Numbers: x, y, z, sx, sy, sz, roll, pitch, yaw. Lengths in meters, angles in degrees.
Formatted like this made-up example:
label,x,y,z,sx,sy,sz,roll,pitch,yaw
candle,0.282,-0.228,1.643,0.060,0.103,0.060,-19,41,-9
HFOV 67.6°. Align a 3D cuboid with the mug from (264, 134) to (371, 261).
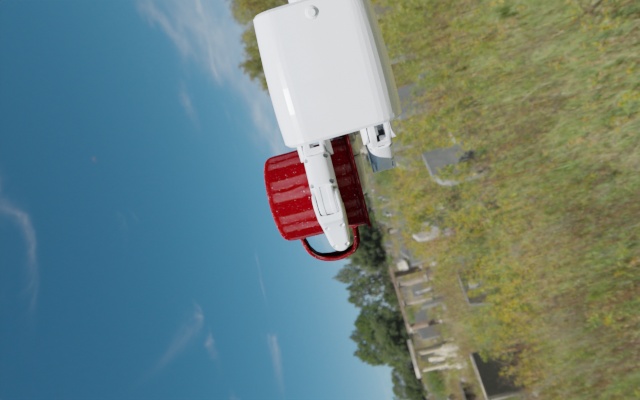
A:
label,x,y,z,sx,sy,sz,roll,pitch,yaw
mug,0.000,0.003,0.449,0.081,0.117,0.093,-14,13,5
